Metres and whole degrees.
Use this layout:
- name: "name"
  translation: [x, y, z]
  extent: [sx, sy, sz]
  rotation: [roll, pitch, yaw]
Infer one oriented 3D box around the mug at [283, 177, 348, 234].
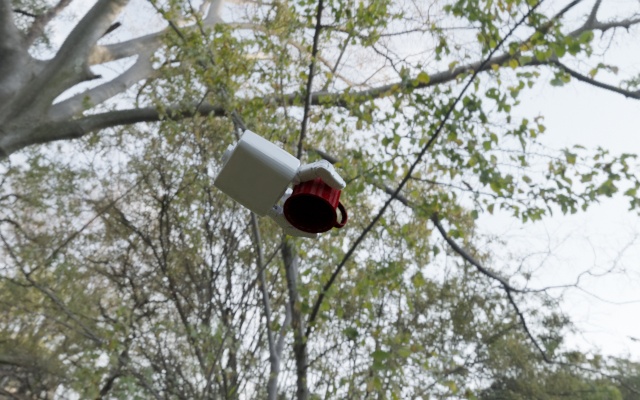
- name: "mug"
  translation: [0.001, 0.003, 0.827]
  extent: [0.117, 0.081, 0.093]
  rotation: [33, -48, -15]
